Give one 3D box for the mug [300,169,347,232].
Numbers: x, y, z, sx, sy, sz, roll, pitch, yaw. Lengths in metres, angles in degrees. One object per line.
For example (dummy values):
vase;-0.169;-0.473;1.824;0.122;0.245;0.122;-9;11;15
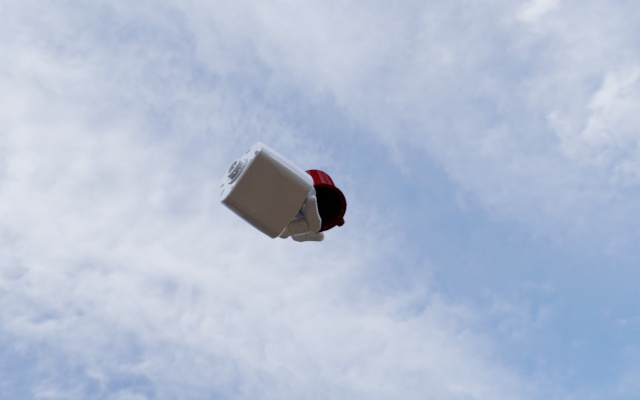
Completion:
mug;0.001;0.003;0.842;0.117;0.093;0.081;39;13;-26
